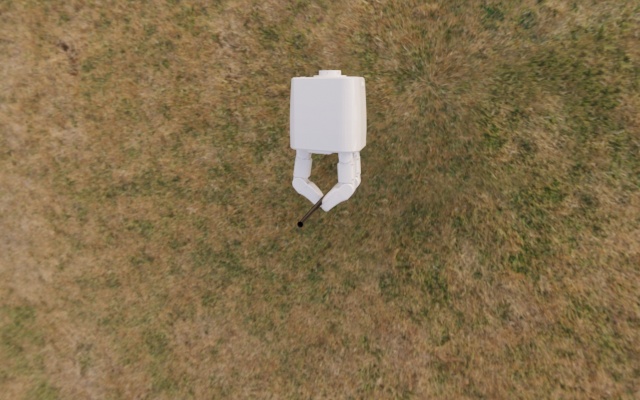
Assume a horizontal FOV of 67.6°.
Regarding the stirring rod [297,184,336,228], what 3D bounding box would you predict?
[{"bbox_3d":[0.000,0.002,0.720,0.011,0.011,0.239,0,14,13],"label":"stirring rod"}]
